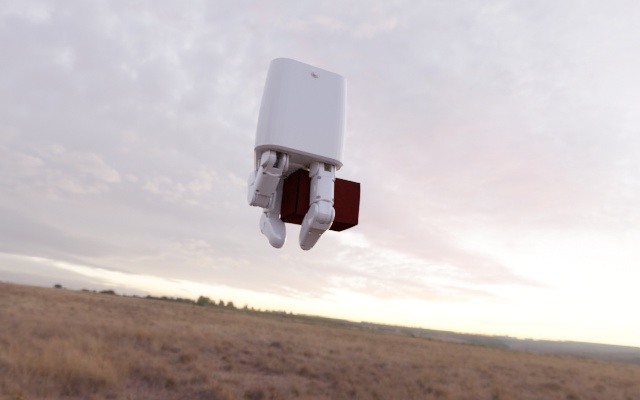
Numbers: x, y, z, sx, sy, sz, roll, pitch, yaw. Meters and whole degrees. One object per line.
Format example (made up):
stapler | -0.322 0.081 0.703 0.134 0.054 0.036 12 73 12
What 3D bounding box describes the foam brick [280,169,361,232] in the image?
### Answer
foam brick | 0.000 0.002 0.542 0.078 0.051 0.053 12 -17 -23
